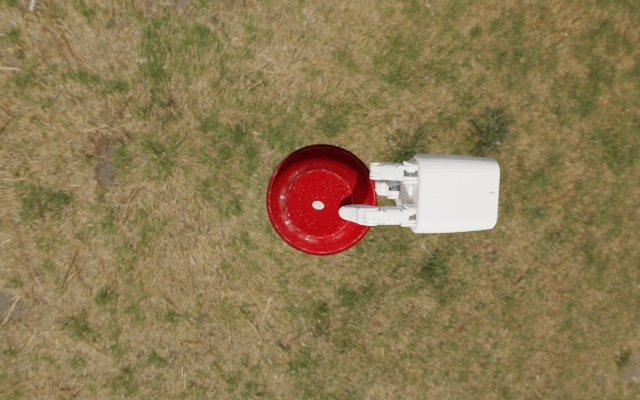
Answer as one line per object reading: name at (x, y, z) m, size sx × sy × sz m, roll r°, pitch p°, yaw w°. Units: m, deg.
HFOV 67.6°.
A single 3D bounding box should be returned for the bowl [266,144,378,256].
bowl at (-0.001, 0.003, 0.659) m, size 0.162 × 0.162 × 0.055 m, roll 0°, pitch 5°, yaw 4°
